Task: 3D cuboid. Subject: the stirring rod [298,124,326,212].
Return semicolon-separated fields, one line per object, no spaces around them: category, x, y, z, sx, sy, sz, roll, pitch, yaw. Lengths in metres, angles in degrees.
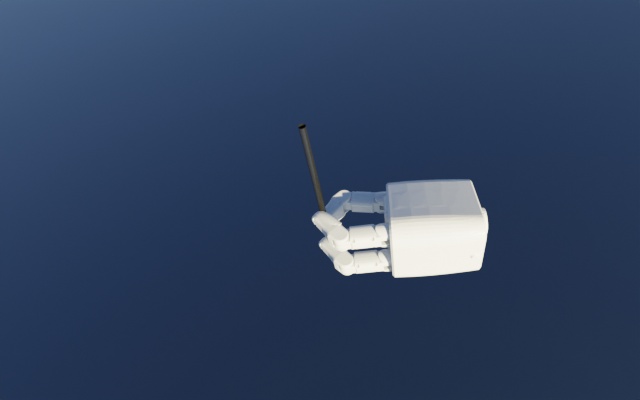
stirring rod;0.000;0.002;0.567;0.011;0.011;0.240;0;-39;11
